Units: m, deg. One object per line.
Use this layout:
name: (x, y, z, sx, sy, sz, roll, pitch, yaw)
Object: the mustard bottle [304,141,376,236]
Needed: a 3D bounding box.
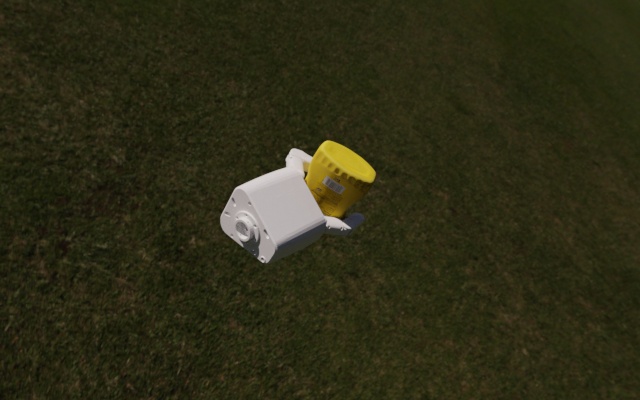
mustard bottle: (0.000, 0.002, 0.754, 0.096, 0.192, 0.058, 32, 39, -4)
